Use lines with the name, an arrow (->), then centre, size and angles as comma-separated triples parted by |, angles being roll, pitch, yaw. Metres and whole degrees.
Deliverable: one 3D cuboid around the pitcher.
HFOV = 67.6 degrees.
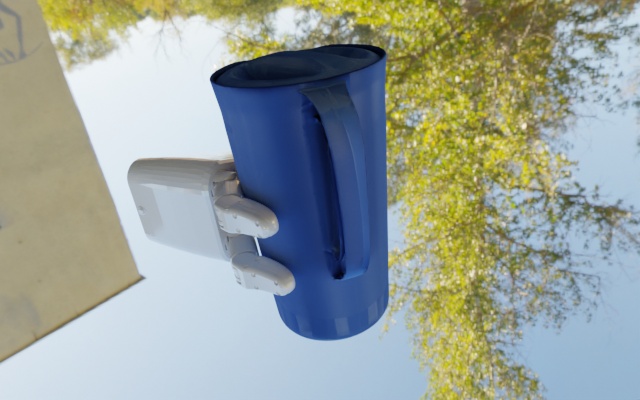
pitcher -> 0.000, 0.001, 0.401 | 0.145, 0.243, 0.149 | 6, 30, 27
